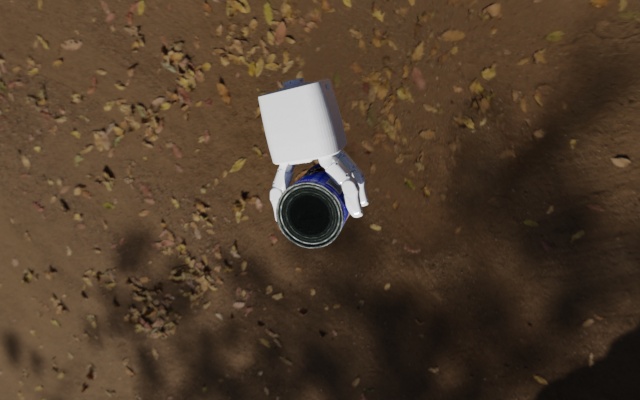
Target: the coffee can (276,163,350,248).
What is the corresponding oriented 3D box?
[{"bbox_3d":[0.000,0.003,0.759,0.103,0.103,0.140,0,17,14],"label":"coffee can"}]
